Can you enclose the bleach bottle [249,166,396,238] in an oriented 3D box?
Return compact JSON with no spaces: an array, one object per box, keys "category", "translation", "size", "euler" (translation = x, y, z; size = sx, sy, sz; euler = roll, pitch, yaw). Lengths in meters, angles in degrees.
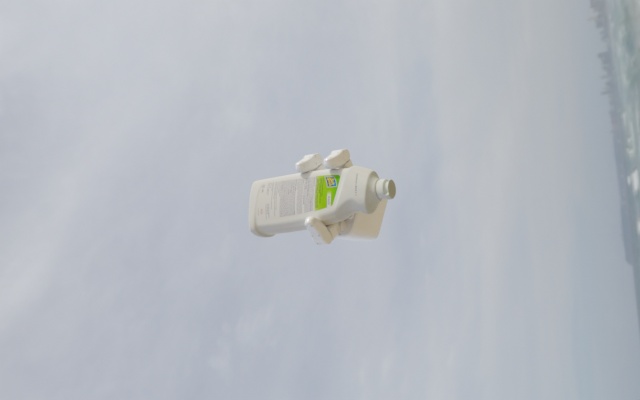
[{"category":"bleach bottle","translation":[0.000,0.002,0.767],"size":[0.251,0.102,0.068],"euler":[-6,-13,33]}]
